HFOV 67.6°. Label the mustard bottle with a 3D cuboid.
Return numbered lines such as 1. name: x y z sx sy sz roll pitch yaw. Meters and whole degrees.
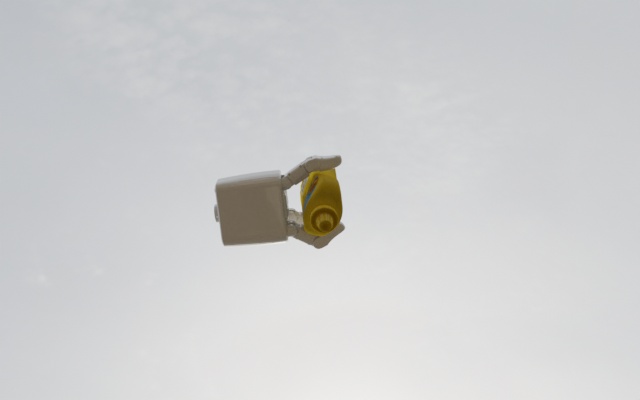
1. mustard bottle: 0.000 0.002 0.762 0.058 0.096 0.191 17 19 -10
